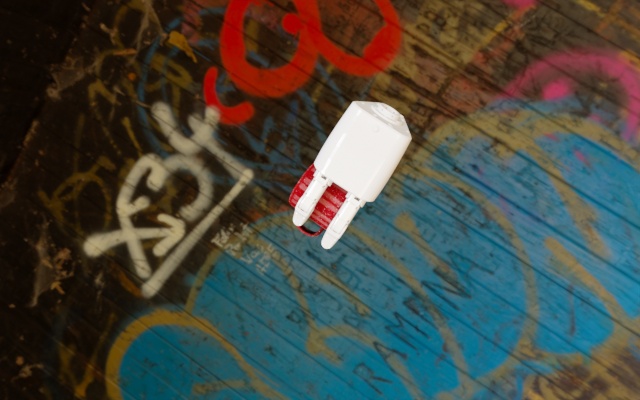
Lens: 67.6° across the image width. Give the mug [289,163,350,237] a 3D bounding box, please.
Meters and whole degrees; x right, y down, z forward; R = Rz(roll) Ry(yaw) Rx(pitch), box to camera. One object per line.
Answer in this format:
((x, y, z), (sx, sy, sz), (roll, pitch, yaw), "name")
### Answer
((-0.001, 0.003, 0.740), (0.081, 0.117, 0.093), (35, 24, 6), "mug")
